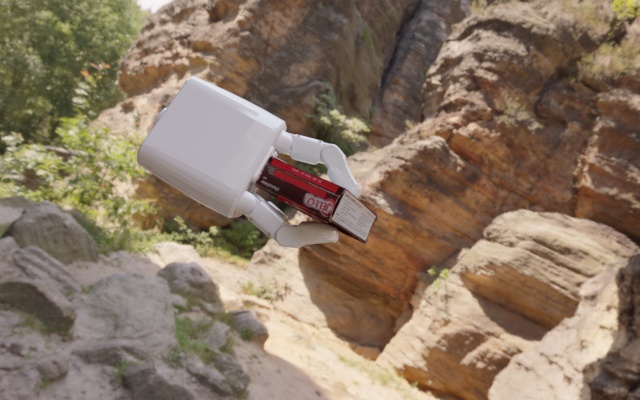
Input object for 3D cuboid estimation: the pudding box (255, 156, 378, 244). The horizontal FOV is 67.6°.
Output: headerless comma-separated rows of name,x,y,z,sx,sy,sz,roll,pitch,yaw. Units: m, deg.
pudding box,0.000,0.001,0.486,0.090,0.039,0.113,26,-2,27
